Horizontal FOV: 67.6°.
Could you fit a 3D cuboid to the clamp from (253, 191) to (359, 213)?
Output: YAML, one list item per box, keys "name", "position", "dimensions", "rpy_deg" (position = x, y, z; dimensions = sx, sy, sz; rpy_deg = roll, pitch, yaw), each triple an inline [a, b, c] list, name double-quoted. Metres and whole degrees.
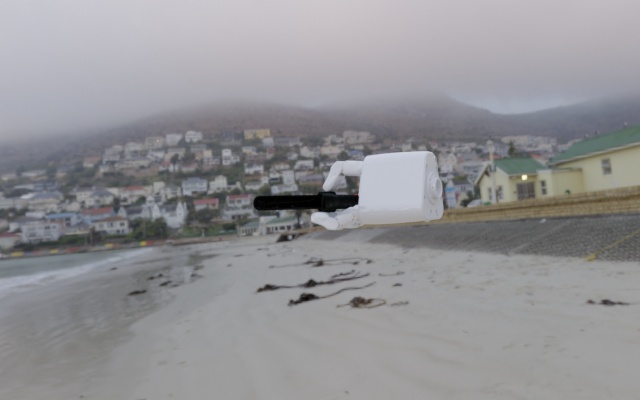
- name: "clamp"
  position: [0.001, 0.002, 0.827]
  dimensions: [0.164, 0.036, 0.210]
  rpy_deg: [0, 0, 34]
